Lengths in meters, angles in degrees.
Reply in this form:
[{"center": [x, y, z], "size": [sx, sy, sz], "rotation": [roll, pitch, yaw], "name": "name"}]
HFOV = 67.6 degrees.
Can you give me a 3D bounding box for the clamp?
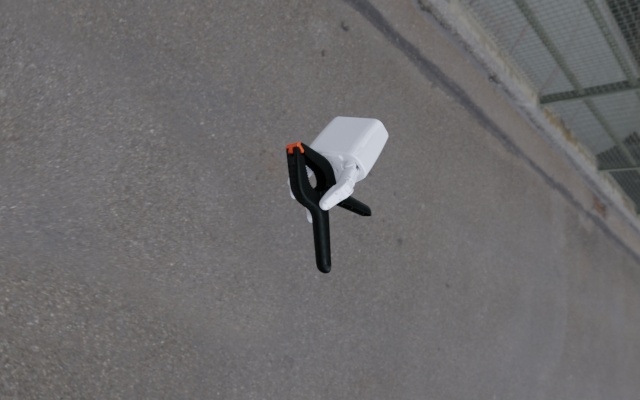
[{"center": [0.001, 0.002, 0.779], "size": [0.036, 0.210, 0.164], "rotation": [-8, 38, 42], "name": "clamp"}]
